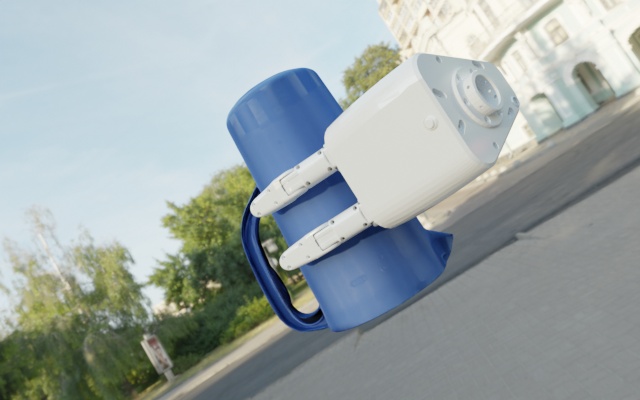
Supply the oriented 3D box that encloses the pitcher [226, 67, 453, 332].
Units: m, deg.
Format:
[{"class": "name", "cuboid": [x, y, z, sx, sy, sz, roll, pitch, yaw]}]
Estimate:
[{"class": "pitcher", "cuboid": [0.000, 0.001, 0.478, 0.149, 0.243, 0.145, -28, -6, -40]}]
